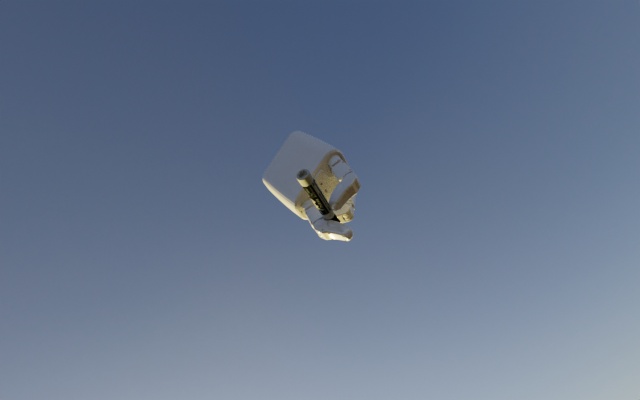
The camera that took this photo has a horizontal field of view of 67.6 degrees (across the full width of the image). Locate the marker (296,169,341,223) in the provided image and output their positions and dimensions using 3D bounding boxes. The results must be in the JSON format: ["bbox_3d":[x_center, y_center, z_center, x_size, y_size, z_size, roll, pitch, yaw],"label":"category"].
[{"bbox_3d":[0.000,0.002,0.660,0.020,0.020,0.121,0,-37,29],"label":"marker"}]
